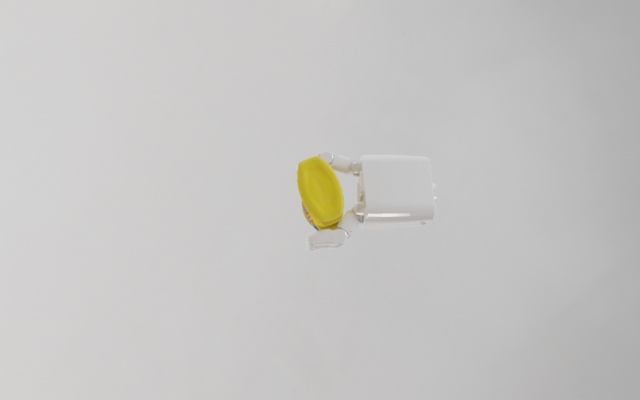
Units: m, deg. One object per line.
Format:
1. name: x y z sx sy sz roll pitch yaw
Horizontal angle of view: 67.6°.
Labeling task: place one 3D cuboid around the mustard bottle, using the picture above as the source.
1. mustard bottle: 0.000 0.002 0.742 0.058 0.096 0.192 -23 -11 -5
